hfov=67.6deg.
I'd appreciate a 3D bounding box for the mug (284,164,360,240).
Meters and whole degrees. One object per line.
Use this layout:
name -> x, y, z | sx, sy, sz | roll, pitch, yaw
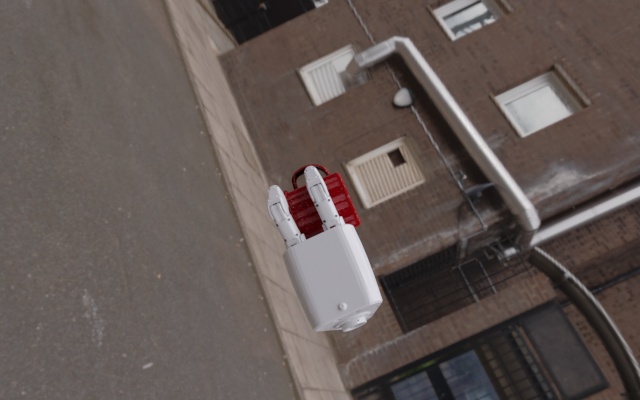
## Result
mug -> 0.000, 0.001, 0.669 | 0.081, 0.117, 0.093 | -23, -22, 3
